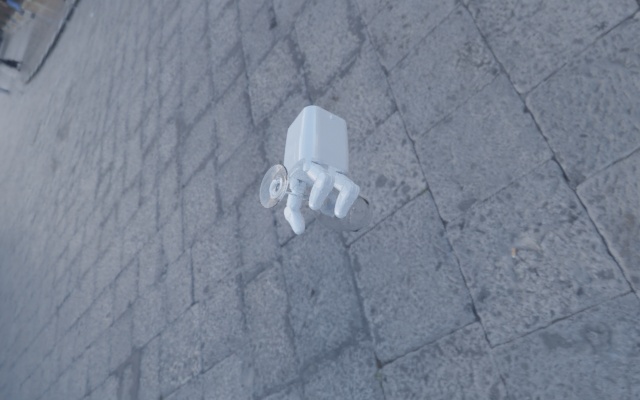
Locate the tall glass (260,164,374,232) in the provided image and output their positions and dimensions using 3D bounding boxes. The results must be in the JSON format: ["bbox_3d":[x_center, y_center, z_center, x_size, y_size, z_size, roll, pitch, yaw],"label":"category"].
[{"bbox_3d":[0.000,0.003,0.813,0.201,0.079,0.079,19,-12,-37],"label":"tall glass"}]
